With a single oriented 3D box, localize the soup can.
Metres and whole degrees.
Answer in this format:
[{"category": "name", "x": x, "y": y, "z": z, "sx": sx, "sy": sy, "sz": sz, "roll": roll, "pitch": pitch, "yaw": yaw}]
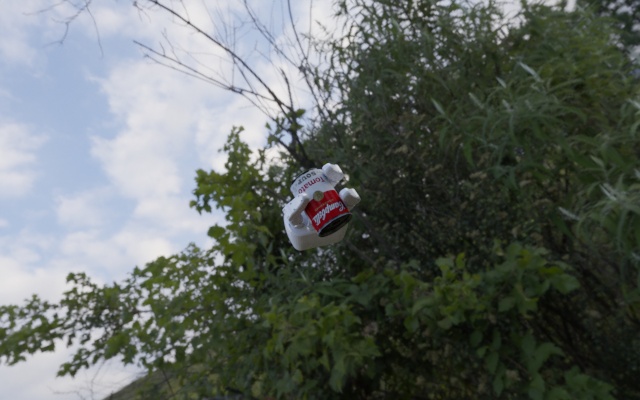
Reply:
[{"category": "soup can", "x": 0.000, "y": 0.002, "z": 0.824, "sx": 0.068, "sy": 0.102, "sz": 0.068, "roll": -29, "pitch": -20, "yaw": -11}]
